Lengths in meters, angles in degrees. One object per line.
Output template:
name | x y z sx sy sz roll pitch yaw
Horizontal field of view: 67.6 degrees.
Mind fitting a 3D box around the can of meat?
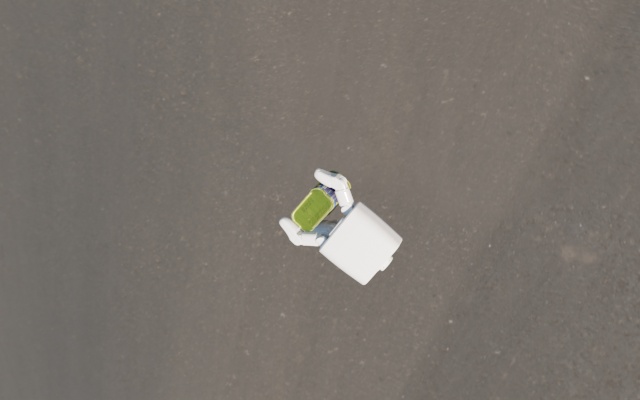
can of meat | 0.000 0.003 0.898 0.102 0.057 0.084 -49 -2 34
